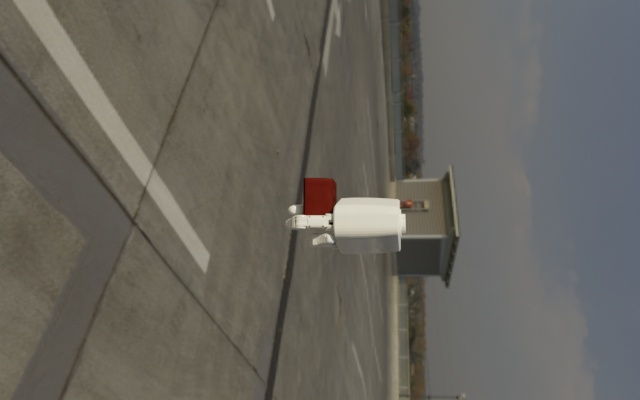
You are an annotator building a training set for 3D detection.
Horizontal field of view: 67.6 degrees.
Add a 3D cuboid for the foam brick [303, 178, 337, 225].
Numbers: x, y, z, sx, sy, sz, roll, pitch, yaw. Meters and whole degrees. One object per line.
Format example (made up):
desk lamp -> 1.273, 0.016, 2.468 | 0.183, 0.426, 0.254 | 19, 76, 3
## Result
foam brick -> 0.000, 0.002, 0.830 | 0.051, 0.078, 0.053 | -2, -8, 11
